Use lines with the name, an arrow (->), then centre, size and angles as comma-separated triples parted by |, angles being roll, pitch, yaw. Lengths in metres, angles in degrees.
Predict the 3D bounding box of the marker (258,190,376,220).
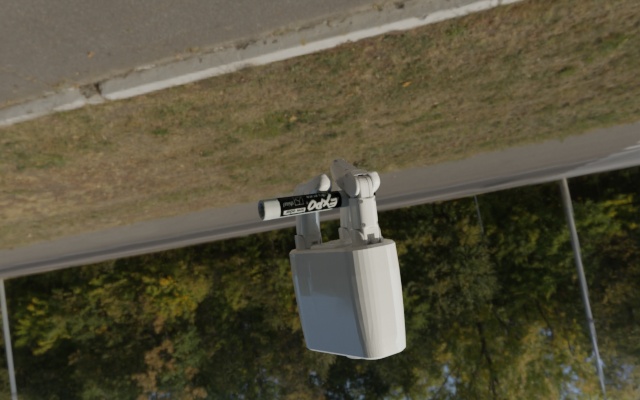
marker -> 0.000, 0.001, 0.455 | 0.121, 0.020, 0.020 | -8, 4, -27
